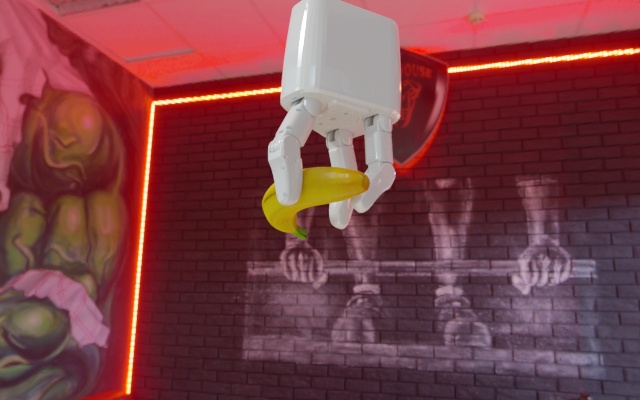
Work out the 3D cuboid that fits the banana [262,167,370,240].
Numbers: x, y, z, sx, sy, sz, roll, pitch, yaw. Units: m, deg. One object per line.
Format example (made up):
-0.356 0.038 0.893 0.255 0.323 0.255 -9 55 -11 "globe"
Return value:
-0.019 -0.001 0.476 0.069 0.037 0.198 11 -18 -15 "banana"
